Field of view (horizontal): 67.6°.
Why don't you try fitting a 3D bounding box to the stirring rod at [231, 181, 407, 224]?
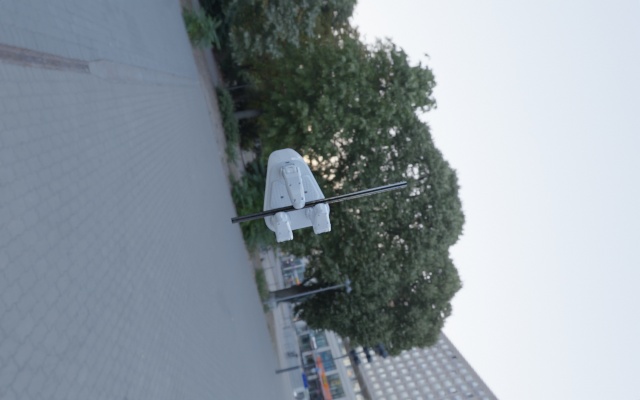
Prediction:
[{"bbox_3d":[0.000,0.002,0.641,0.239,0.011,0.011,-12,1,-6],"label":"stirring rod"}]
